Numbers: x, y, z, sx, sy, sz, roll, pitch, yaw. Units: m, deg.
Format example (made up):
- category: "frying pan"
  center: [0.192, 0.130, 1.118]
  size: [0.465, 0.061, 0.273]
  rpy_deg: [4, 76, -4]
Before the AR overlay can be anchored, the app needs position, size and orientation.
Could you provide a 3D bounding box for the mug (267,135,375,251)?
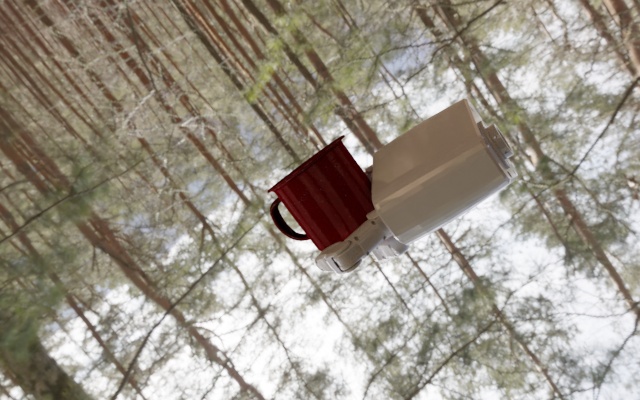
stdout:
- category: "mug"
  center: [-0.001, 0.002, 0.473]
  size: [0.117, 0.081, 0.093]
  rpy_deg: [-33, 7, 27]
